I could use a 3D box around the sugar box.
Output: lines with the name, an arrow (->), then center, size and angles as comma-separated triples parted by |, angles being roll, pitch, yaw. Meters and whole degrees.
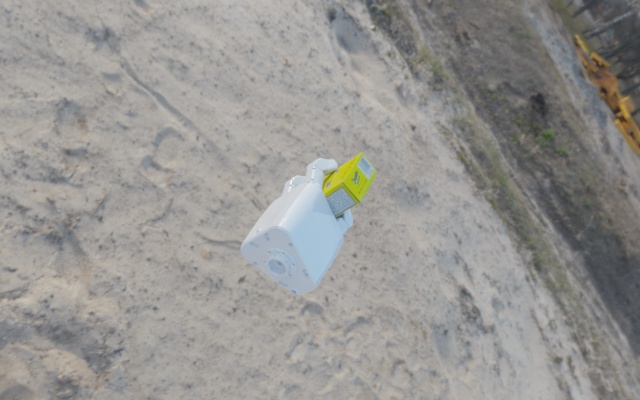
sugar box -> 0.000, 0.002, 0.733 | 0.176, 0.048, 0.093 | -30, 16, 36
